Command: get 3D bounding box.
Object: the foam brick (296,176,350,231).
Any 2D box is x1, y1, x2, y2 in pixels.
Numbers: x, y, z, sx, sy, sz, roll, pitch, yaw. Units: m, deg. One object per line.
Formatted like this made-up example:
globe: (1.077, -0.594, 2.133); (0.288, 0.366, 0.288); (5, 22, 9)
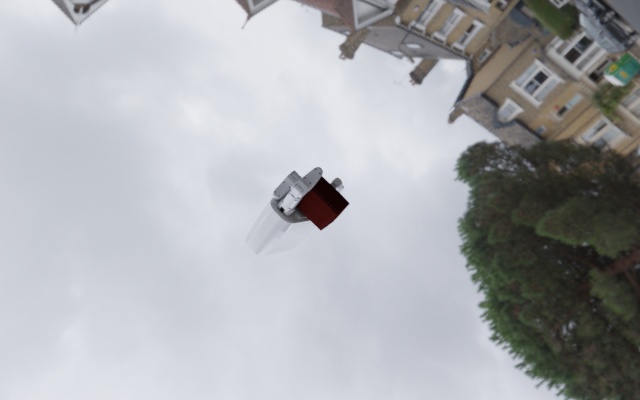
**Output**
foam brick: (0.000, 0.003, 0.822); (0.051, 0.078, 0.053); (-50, -10, 32)
